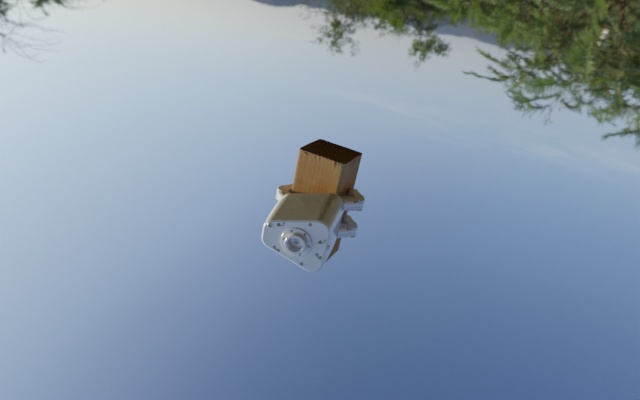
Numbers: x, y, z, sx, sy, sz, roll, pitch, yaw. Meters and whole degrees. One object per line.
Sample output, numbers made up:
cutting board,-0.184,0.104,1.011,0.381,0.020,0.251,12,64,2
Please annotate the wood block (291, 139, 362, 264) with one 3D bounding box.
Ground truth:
wood block,0.000,0.003,0.885,0.091,0.206,0.090,21,26,18
